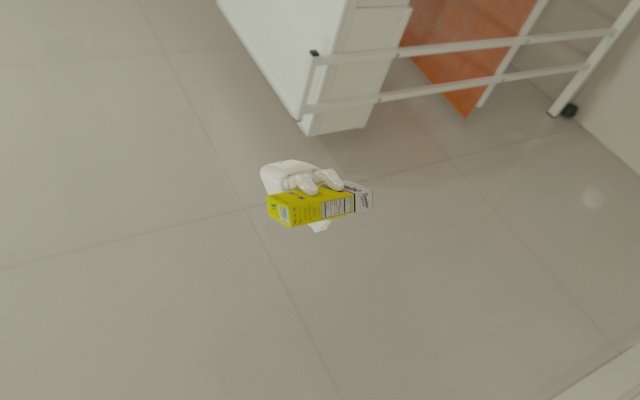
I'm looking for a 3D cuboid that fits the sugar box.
[{"bbox_3d":[0.000,0.002,0.882,0.176,0.048,0.093,-15,21,-28],"label":"sugar box"}]
